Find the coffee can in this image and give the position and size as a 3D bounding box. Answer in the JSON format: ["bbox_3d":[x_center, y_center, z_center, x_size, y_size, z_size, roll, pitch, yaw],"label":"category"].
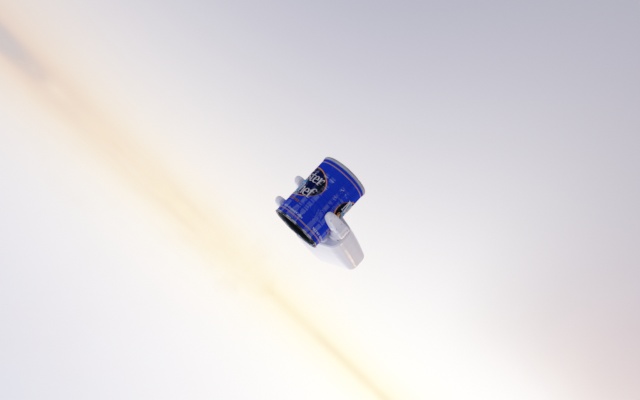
[{"bbox_3d":[0.000,0.003,0.891,0.103,0.140,0.103,41,-12,11],"label":"coffee can"}]
